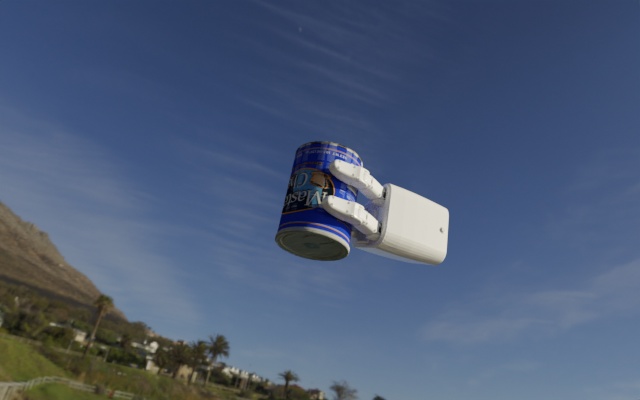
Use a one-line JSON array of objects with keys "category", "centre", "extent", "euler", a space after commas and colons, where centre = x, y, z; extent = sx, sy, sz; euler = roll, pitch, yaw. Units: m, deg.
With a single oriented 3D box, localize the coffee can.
[{"category": "coffee can", "centre": [0.000, 0.002, 0.679], "extent": [0.103, 0.140, 0.103], "euler": [9, -26, 4]}]
